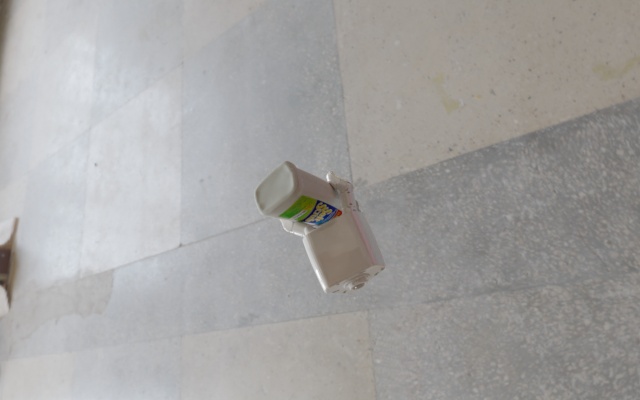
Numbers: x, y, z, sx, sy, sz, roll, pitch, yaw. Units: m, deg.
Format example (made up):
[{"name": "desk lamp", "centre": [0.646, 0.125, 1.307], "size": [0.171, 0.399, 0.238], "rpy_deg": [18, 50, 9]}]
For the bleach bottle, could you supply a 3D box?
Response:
[{"name": "bleach bottle", "centre": [0.000, 0.003, 0.885], "size": [0.102, 0.068, 0.251], "rpy_deg": [-39, -32, 27]}]
